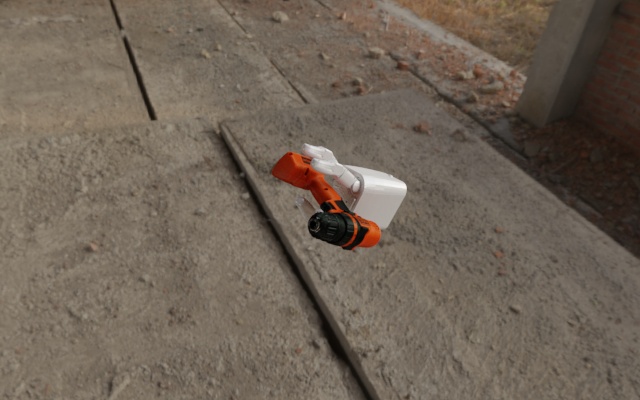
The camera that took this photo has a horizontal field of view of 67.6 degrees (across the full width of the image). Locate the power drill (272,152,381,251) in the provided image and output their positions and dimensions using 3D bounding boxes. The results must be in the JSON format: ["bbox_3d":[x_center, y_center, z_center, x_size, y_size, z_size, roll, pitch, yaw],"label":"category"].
[{"bbox_3d":[0.000,0.002,0.777,0.187,0.057,0.184,51,17,28],"label":"power drill"}]
